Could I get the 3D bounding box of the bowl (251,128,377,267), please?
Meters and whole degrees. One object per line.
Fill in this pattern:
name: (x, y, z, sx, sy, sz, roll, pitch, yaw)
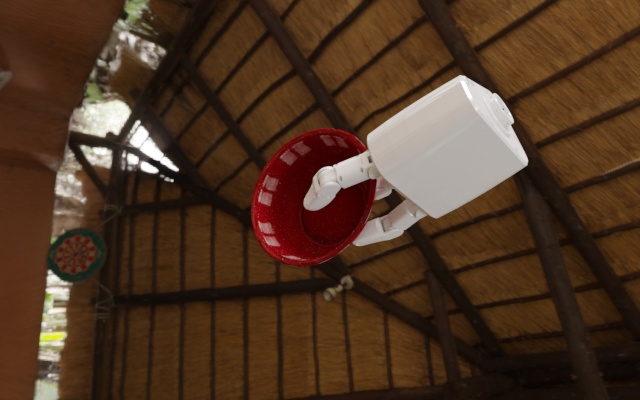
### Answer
bowl: (-0.001, 0.002, 0.546, 0.162, 0.162, 0.055, 0, -19, 32)
